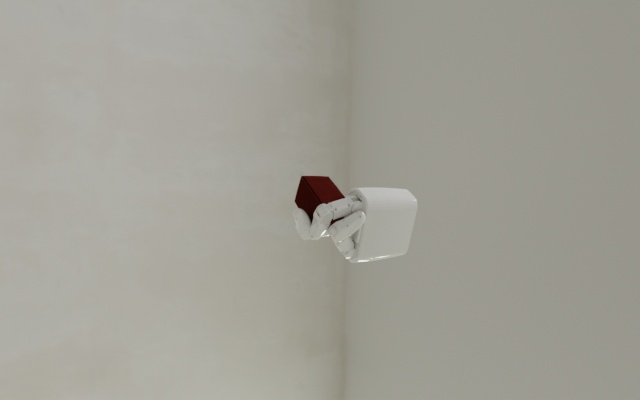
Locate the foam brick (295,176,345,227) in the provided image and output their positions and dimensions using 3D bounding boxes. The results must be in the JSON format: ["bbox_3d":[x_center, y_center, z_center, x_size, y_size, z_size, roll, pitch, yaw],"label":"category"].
[{"bbox_3d":[0.000,0.002,0.769,0.051,0.053,0.078,-3,39,-30],"label":"foam brick"}]
